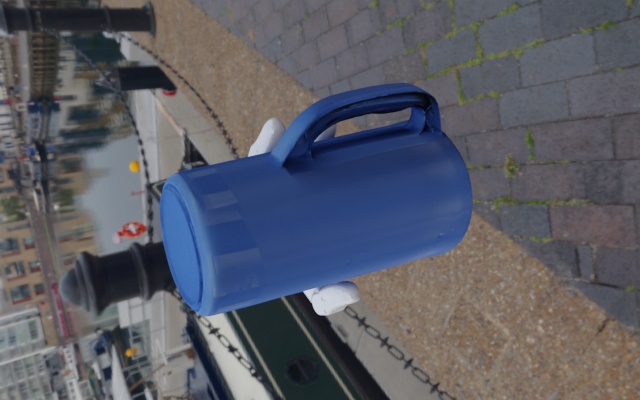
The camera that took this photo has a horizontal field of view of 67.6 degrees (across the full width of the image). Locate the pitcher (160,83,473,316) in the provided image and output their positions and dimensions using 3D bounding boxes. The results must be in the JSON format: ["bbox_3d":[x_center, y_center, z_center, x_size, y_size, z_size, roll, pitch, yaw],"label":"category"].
[{"bbox_3d":[0.000,0.001,0.400,0.243,0.149,0.145,-13,-7,-31],"label":"pitcher"}]
